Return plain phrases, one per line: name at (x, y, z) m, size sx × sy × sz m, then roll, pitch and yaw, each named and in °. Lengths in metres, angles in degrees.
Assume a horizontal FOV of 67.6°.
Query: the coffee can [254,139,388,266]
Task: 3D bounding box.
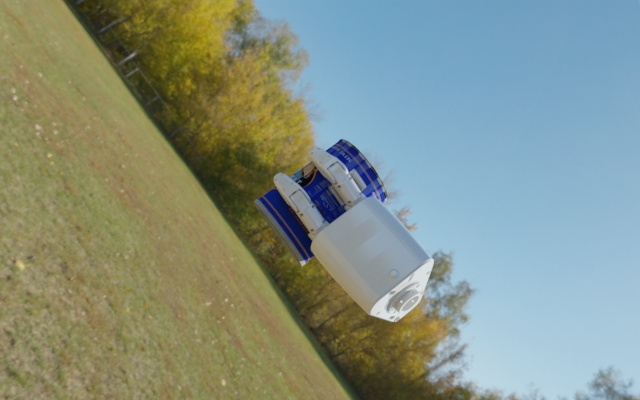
coffee can at (0.000, 0.002, 0.618) m, size 0.140 × 0.103 × 0.103 m, roll -37°, pitch 6°, yaw -9°
